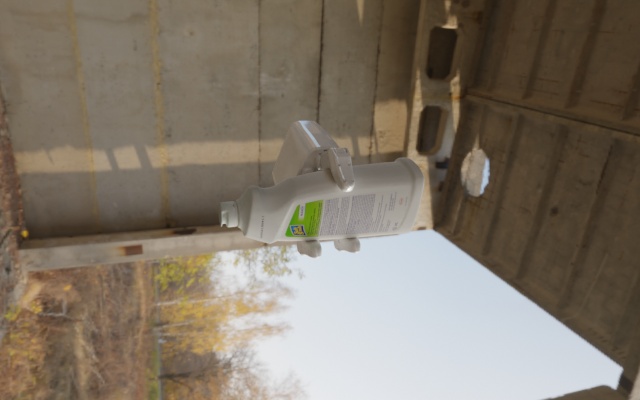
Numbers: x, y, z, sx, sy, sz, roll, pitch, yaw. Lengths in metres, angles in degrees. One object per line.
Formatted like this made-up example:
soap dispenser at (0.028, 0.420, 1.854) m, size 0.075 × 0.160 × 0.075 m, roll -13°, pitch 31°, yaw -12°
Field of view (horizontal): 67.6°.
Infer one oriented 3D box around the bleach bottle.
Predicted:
bleach bottle at (0.000, 0.002, 0.603) m, size 0.251 × 0.103 × 0.068 m, roll -4°, pitch 32°, yaw -18°
